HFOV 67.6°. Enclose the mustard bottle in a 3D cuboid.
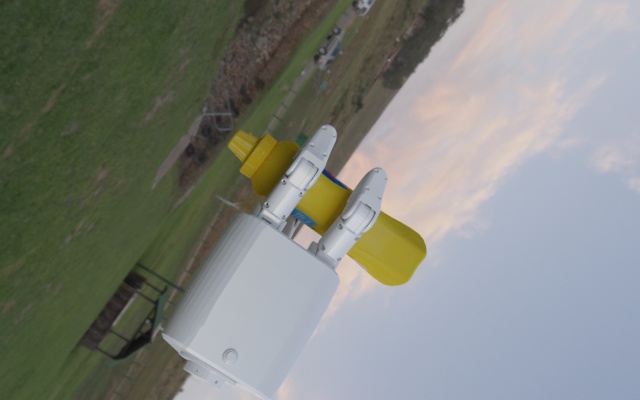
[{"bbox_3d":[0.000,0.001,0.430,0.191,0.058,0.096,36,-1,-10],"label":"mustard bottle"}]
